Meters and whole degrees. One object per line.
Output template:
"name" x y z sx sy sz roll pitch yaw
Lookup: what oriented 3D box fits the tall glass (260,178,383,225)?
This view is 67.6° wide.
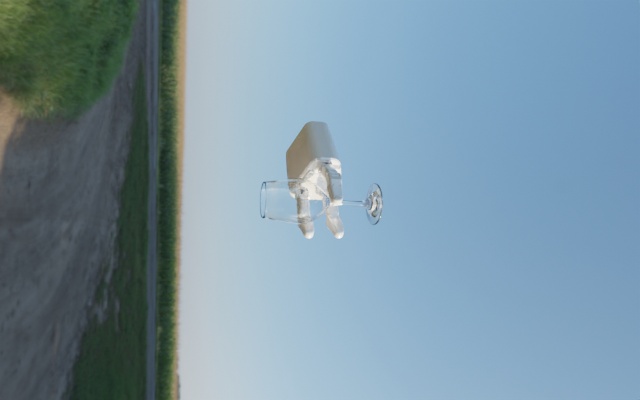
"tall glass" 0.001 0.003 0.818 0.201 0.079 0.079 2 -1 -16
